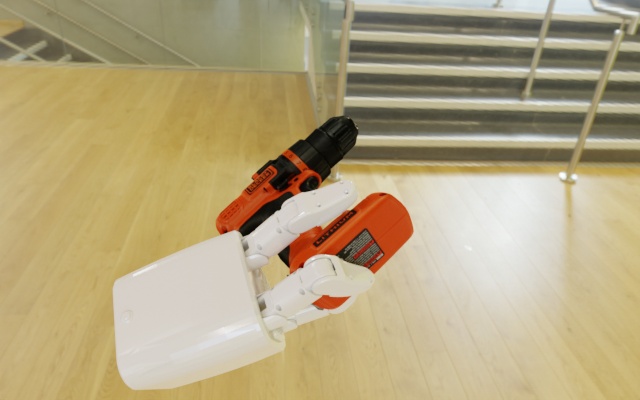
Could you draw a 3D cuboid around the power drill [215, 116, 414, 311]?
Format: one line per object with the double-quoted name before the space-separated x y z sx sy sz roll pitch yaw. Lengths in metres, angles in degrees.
"power drill" 0.000 0.002 0.446 0.057 0.184 0.187 50 -8 -33
